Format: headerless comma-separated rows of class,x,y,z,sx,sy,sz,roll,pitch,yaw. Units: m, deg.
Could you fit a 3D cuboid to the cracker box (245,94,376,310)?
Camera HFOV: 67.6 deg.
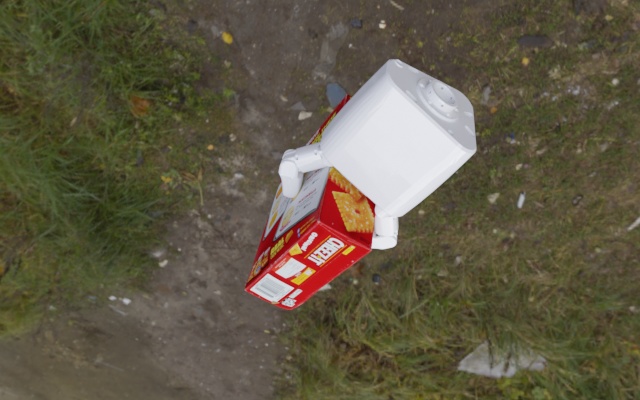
cracker box,0.000,0.002,0.569,0.072,0.213,0.164,30,-46,-16
